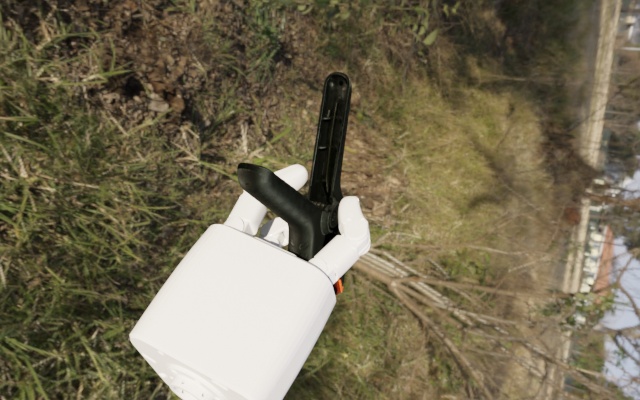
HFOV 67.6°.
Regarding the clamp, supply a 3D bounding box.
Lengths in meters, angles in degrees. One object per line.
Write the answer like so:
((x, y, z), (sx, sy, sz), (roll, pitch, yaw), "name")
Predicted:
((0.001, 0.002, 0.431), (0.036, 0.210, 0.164), (11, 48, 25), "clamp")
